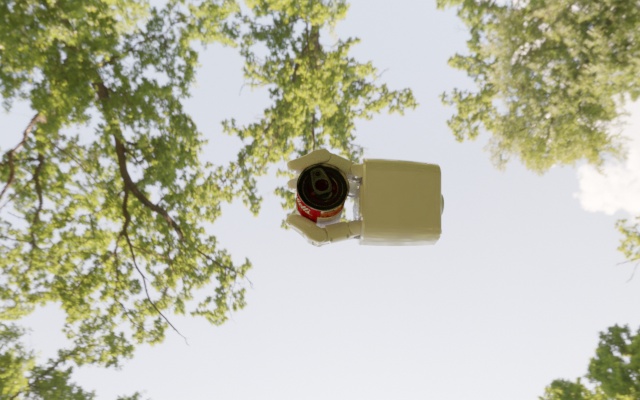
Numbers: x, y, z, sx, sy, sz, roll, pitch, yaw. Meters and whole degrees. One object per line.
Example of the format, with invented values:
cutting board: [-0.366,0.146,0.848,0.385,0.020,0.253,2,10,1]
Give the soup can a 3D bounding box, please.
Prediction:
soup can: [0.000,0.002,0.652,0.068,0.068,0.102,0,-24,-4]
